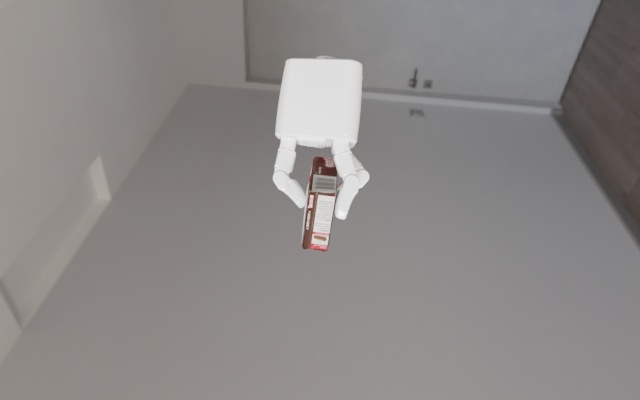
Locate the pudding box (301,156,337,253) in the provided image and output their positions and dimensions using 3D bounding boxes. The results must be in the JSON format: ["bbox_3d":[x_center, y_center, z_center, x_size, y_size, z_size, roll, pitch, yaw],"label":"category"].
[{"bbox_3d":[0.000,0.002,0.650,0.039,0.090,0.113,8,28,1],"label":"pudding box"}]
